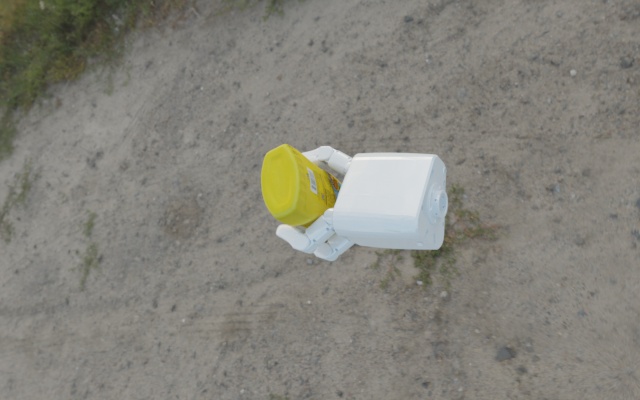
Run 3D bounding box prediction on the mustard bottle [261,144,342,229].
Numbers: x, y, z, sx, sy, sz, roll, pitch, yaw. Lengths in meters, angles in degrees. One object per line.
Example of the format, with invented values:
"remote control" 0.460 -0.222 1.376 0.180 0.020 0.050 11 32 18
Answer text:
"mustard bottle" 0.000 0.002 0.642 0.058 0.096 0.192 -24 -29 24
